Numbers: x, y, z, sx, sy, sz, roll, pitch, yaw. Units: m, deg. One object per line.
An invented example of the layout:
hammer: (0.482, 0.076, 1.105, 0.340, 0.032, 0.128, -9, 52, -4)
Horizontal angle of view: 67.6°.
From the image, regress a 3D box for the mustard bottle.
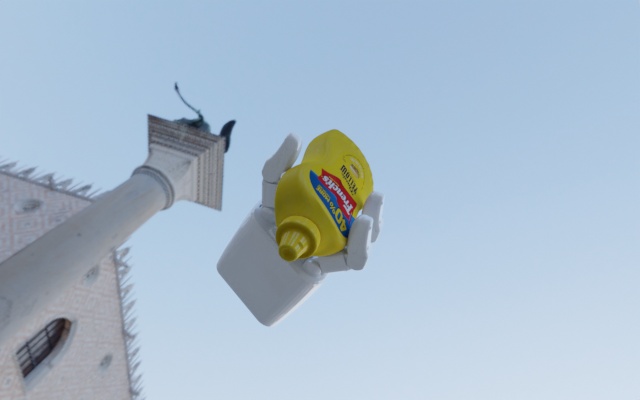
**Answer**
mustard bottle: (0.000, 0.001, 0.494, 0.058, 0.096, 0.191, -21, 19, 29)
